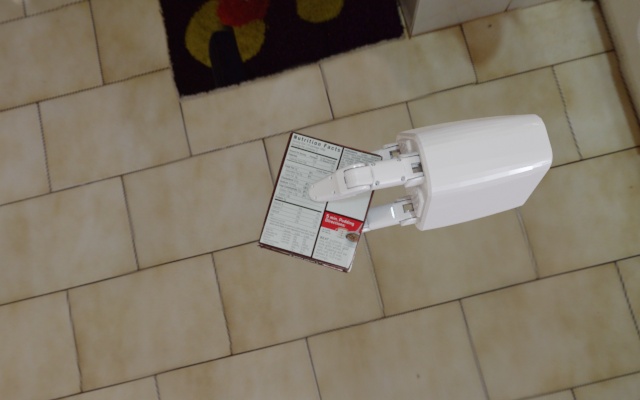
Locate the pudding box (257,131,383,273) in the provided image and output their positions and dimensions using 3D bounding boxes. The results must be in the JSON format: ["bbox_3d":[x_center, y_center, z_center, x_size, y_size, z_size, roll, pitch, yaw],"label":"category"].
[{"bbox_3d":[0.000,0.001,0.443,0.090,0.113,0.039,16,-8,3],"label":"pudding box"}]
